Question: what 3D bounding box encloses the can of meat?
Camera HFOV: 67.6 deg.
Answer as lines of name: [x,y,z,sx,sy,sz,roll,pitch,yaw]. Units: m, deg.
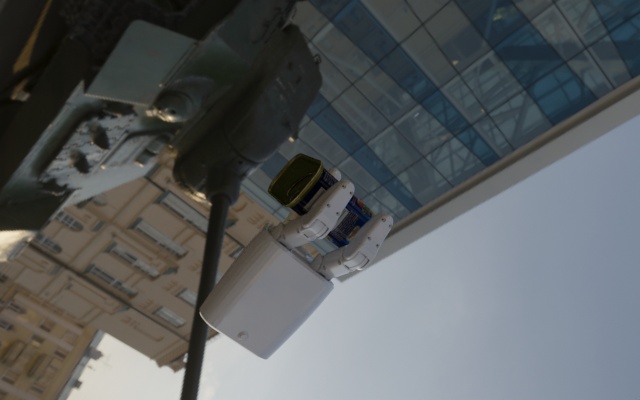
can of meat: [0.000,0.002,0.506,0.084,0.057,0.102,41,-4,-21]
